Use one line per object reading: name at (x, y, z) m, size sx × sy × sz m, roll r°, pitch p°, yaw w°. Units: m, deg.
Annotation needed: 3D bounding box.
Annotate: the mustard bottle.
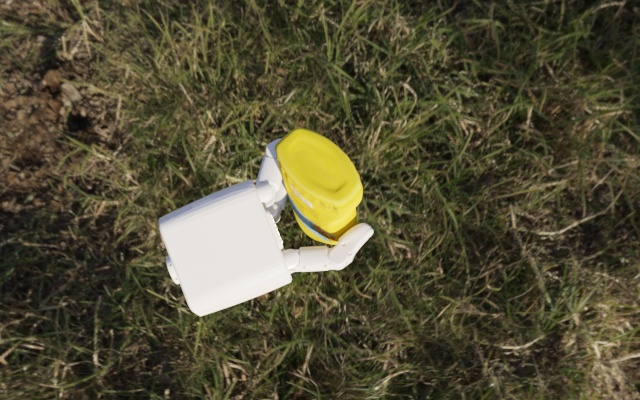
mustard bottle at (0.000, 0.001, 0.535) m, size 0.096 × 0.058 × 0.192 m, roll 42°, pitch -15°, yaw 17°
